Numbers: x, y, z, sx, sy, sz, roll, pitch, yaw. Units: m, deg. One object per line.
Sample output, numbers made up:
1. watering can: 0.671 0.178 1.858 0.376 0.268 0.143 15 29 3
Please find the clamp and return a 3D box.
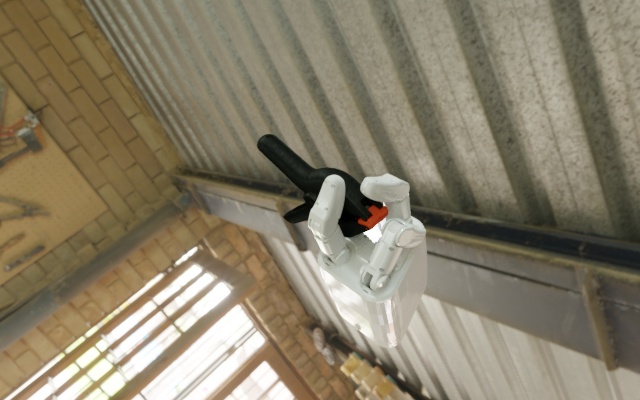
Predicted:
1. clamp: 0.001 0.001 0.522 0.039 0.120 0.171 -40 49 -22
